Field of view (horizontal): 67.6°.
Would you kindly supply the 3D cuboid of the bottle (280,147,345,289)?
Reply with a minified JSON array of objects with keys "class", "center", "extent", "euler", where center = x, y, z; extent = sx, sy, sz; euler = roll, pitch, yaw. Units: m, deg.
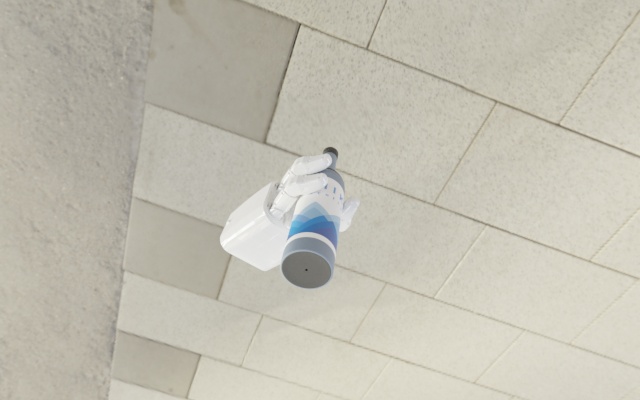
[{"class":"bottle","center":[0.000,0.002,0.704],"extent":[0.069,0.069,0.295],"euler":[0,35,8]}]
